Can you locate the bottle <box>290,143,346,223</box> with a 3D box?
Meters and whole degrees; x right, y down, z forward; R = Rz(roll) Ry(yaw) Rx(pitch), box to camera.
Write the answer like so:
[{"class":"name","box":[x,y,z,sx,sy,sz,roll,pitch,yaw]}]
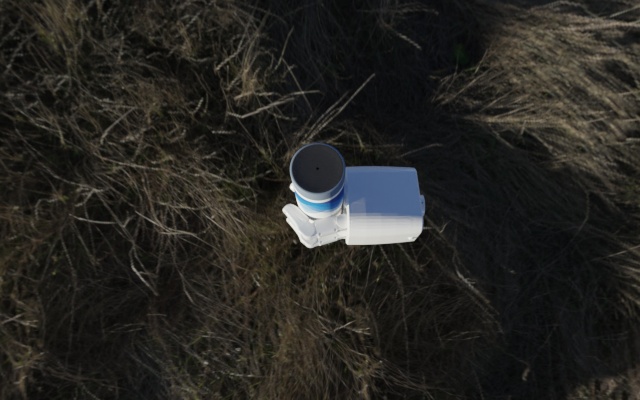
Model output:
[{"class":"bottle","box":[0.000,0.002,0.708,0.069,0.069,0.296,0,-16,1]}]
